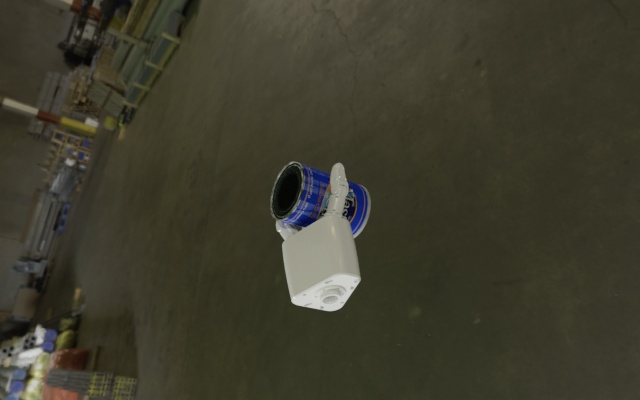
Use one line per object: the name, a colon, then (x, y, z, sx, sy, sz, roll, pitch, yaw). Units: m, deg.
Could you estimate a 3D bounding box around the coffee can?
coffee can: (0.000, 0.003, 0.816, 0.140, 0.103, 0.103, 19, -10, -31)
